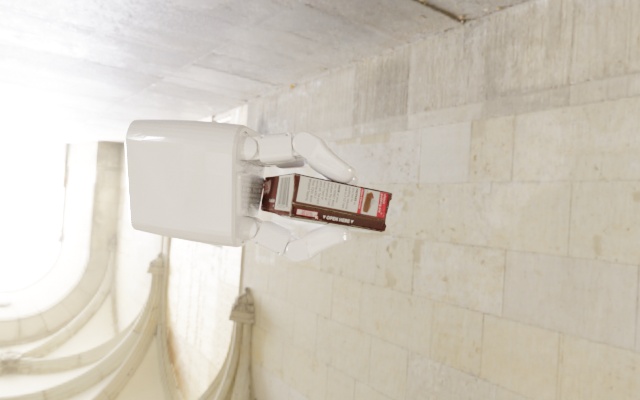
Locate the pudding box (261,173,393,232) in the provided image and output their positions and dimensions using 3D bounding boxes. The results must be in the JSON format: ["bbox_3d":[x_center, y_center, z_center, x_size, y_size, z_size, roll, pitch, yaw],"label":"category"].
[{"bbox_3d":[0.000,0.002,0.442,0.090,0.039,0.113,10,0,-19],"label":"pudding box"}]
